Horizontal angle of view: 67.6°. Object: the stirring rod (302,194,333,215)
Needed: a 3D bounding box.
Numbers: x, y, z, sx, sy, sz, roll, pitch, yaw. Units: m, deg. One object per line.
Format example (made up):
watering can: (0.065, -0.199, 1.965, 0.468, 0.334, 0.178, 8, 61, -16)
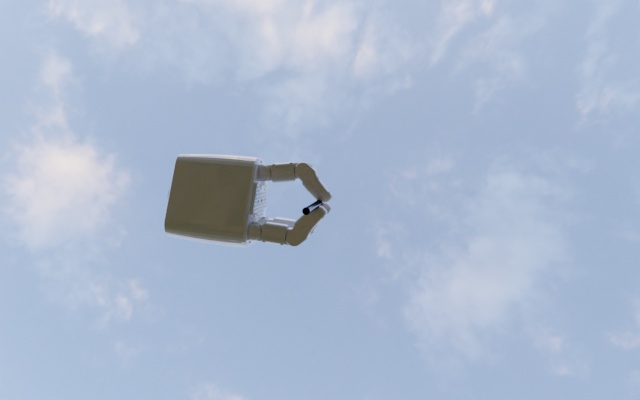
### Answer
stirring rod: (0.000, 0.002, 0.604, 0.011, 0.011, 0.239, 0, 4, 7)
